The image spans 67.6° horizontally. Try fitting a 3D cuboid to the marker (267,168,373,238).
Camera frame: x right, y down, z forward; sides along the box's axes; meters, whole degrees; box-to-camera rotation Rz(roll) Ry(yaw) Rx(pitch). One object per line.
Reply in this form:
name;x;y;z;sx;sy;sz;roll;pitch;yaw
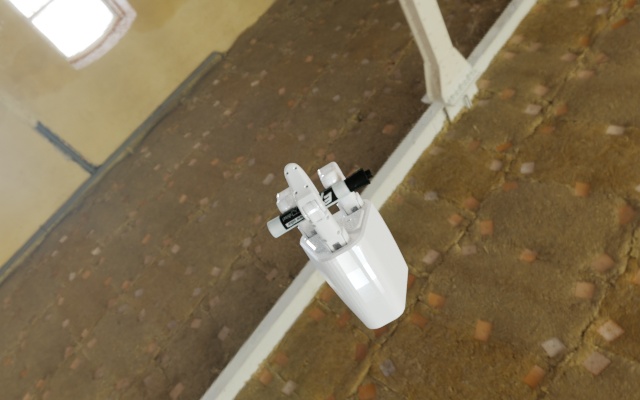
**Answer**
marker;0.000;0.002;0.495;0.121;0.020;0.020;-30;-5;8
